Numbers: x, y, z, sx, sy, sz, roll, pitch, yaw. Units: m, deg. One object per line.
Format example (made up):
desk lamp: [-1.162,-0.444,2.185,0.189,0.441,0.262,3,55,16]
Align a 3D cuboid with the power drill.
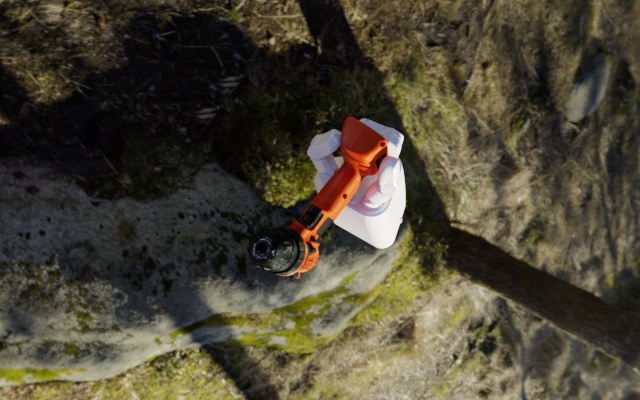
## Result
power drill: [0.000,0.001,0.531,0.057,0.187,0.184,37,-1,11]
